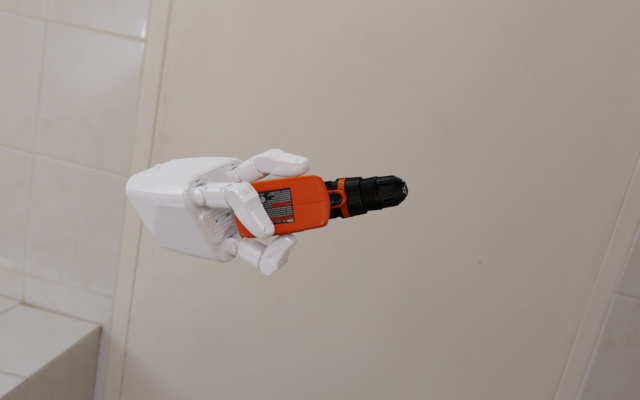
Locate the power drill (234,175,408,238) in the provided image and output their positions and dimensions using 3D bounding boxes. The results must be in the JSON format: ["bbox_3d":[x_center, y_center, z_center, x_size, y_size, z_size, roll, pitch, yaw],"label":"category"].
[{"bbox_3d":[0.000,0.002,0.553,0.184,0.057,0.187,-10,-2,18],"label":"power drill"}]
